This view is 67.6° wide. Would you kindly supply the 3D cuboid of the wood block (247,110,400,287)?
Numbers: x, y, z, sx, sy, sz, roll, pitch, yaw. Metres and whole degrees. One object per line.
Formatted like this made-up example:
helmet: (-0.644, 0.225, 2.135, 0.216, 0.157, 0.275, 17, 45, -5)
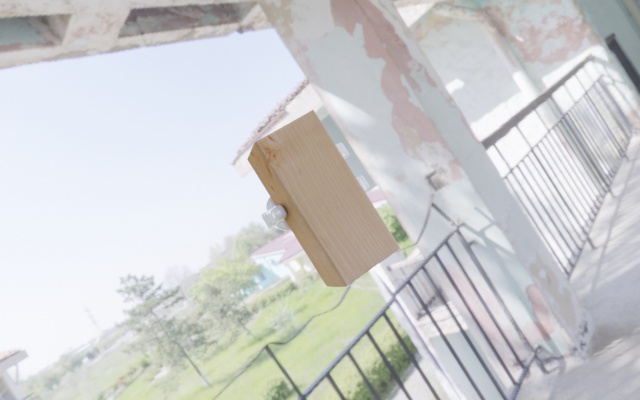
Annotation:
wood block: (0.000, 0.002, 0.625, 0.091, 0.206, 0.090, -33, 0, -18)
